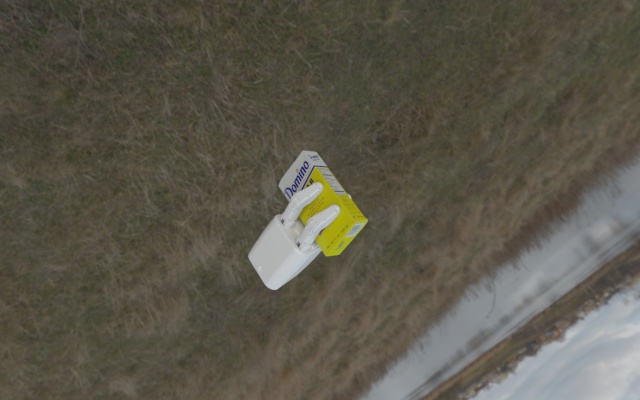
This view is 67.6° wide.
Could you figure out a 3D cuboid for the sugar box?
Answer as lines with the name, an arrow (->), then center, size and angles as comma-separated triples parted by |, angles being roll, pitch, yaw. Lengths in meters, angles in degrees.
sugar box -> 0.000, 0.003, 0.858 | 0.048, 0.176, 0.093 | -2, -42, -52
